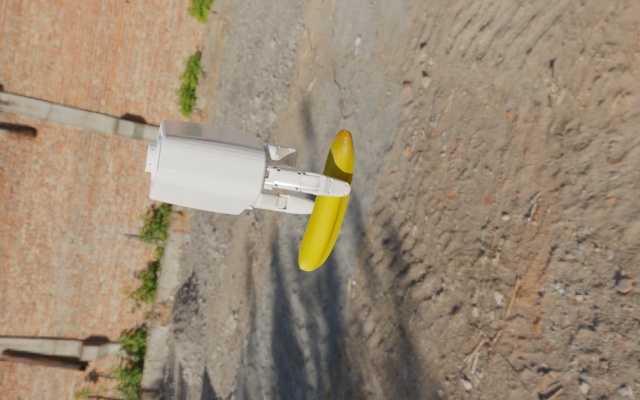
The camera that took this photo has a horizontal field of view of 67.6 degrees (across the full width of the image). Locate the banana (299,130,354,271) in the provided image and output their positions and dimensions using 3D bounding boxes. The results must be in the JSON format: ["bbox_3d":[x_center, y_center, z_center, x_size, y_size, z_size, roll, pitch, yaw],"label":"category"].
[{"bbox_3d":[0.004,0.014,0.581,0.037,0.198,0.069,9,25,-22],"label":"banana"}]
